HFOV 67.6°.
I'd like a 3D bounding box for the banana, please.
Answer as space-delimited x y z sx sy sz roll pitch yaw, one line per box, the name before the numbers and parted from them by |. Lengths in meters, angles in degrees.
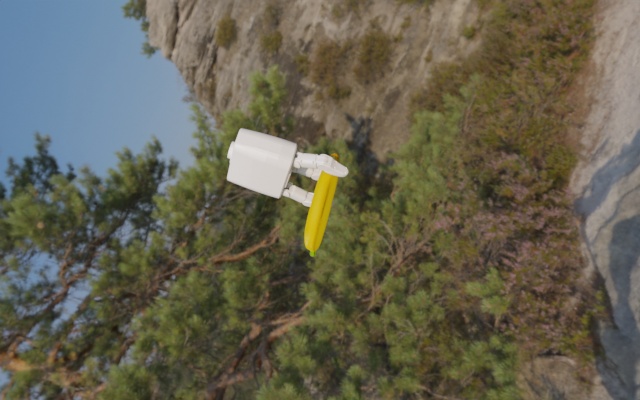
banana | 0.001 0.006 0.866 0.037 0.198 0.069 15 -1 -5
